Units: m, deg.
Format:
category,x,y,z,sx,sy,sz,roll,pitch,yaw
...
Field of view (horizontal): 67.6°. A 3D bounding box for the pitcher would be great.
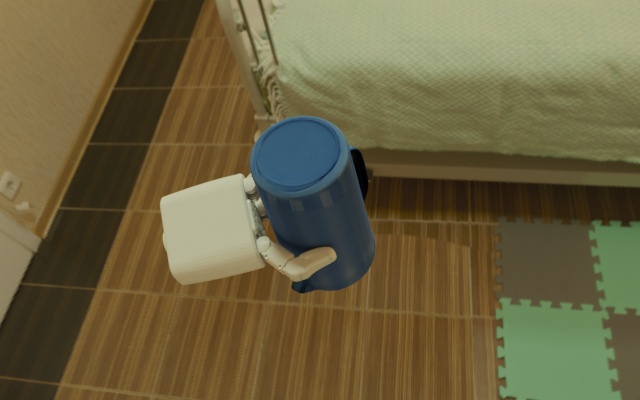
category,x,y,z,sx,sy,sz,roll,pitch,yaw
pitcher,0.000,0.002,0.601,0.145,0.149,0.243,-14,-32,1
